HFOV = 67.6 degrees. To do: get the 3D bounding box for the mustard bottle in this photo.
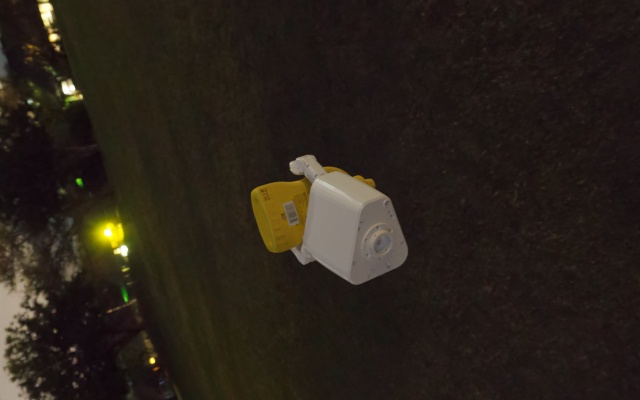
[{"bbox_3d":[0.000,0.002,0.704,0.191,0.096,0.058,-19,3,-26],"label":"mustard bottle"}]
